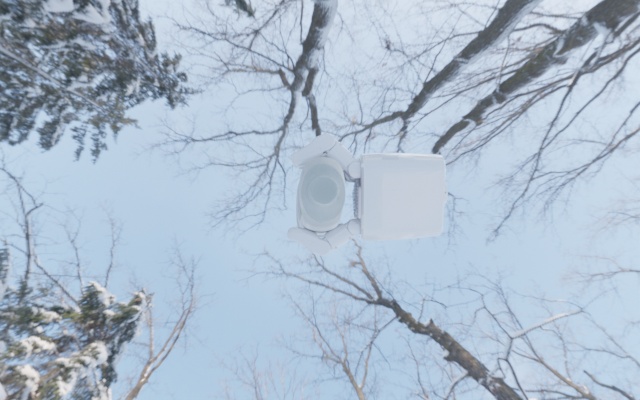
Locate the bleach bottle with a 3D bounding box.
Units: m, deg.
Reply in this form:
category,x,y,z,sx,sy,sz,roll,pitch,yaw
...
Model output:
category,x,y,z,sx,sy,sz,roll,pitch,yaw
bleach bottle,0.000,0.002,0.621,0.068,0.102,0.251,-1,-2,-2
